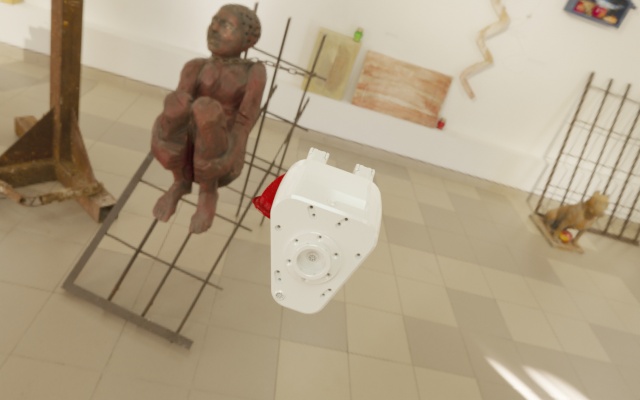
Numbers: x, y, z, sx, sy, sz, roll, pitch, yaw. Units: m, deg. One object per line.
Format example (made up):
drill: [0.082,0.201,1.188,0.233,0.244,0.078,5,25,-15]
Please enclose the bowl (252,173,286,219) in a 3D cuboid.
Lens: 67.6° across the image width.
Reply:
bowl: [0.000,0.001,0.598,0.162,0.055,0.162,19,10,-4]
